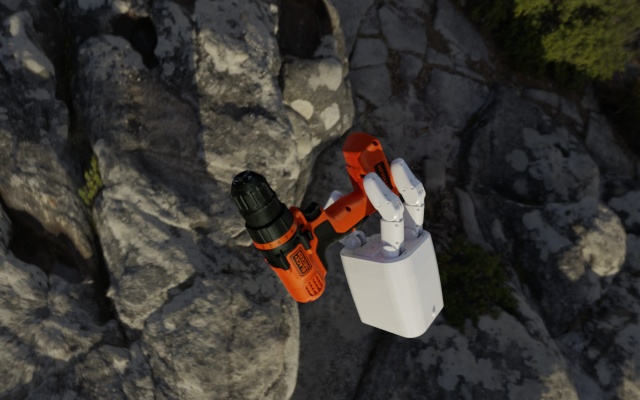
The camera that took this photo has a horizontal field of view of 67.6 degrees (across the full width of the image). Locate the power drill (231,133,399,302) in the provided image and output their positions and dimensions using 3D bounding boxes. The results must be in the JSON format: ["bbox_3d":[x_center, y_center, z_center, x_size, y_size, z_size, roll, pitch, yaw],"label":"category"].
[{"bbox_3d":[0.001,0.002,0.560,0.187,0.184,0.057,-40,37,-21],"label":"power drill"}]
